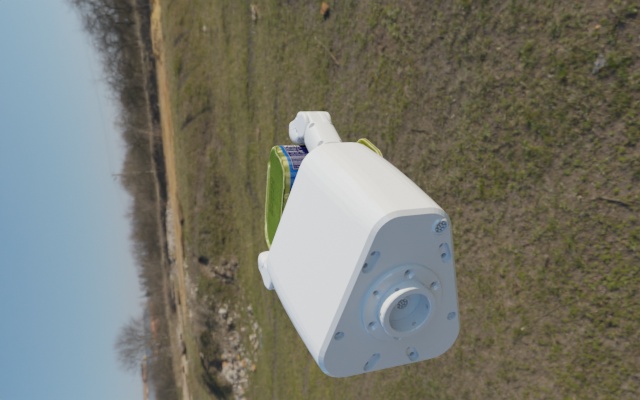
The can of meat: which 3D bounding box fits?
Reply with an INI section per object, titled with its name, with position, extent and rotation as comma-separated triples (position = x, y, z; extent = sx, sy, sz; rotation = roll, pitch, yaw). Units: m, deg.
[can of meat]
position = 0.000, 0.001, 0.406
extent = 0.084, 0.102, 0.057
rotation = -5, 30, -20
